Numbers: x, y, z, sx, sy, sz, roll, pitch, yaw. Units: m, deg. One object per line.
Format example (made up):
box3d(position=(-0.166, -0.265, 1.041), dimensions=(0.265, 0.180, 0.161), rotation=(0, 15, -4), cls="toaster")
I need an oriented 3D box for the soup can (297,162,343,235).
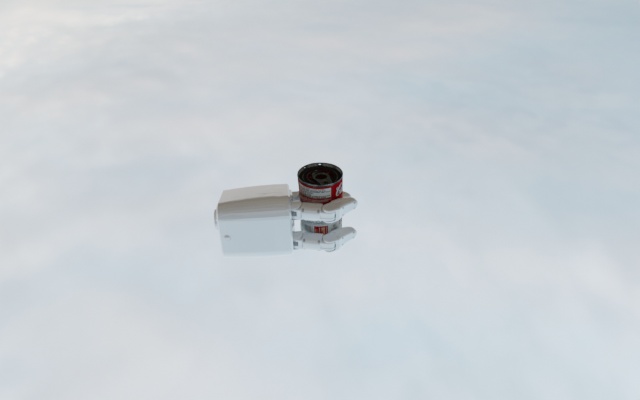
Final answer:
box3d(position=(0.001, 0.003, 0.729), dimensions=(0.068, 0.102, 0.068), rotation=(-1, 33, 0), cls="soup can")
